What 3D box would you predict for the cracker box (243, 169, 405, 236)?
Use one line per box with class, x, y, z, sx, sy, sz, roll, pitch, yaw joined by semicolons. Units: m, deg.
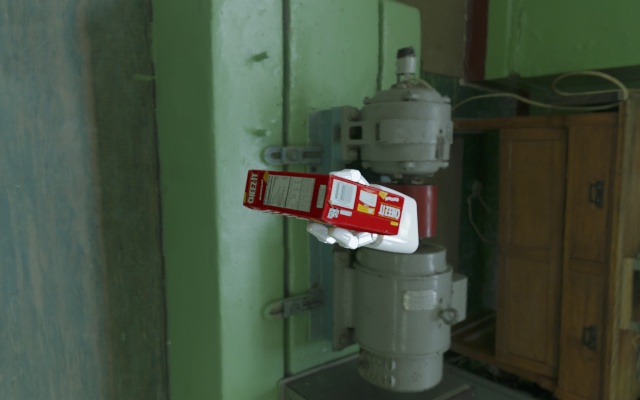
cracker box;0.000;0.002;0.773;0.164;0.072;0.213;14;-4;-40
